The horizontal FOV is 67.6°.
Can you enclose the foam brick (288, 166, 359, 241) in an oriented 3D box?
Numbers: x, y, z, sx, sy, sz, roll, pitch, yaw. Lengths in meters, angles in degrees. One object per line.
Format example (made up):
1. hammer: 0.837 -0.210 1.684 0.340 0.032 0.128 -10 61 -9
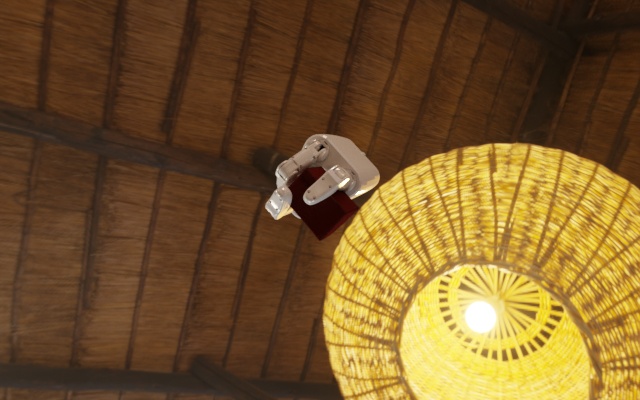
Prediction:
1. foam brick: 0.000 0.002 0.603 0.053 0.078 0.051 -45 -11 21
